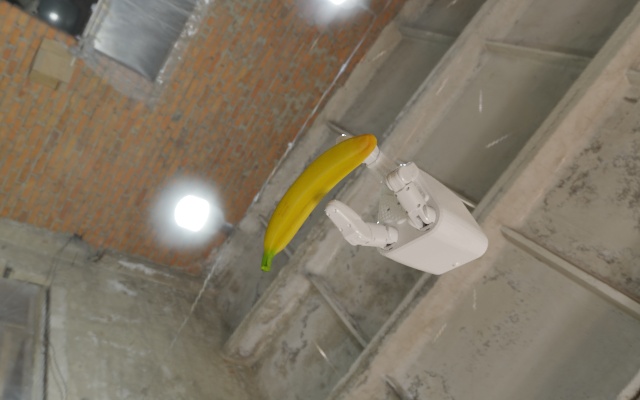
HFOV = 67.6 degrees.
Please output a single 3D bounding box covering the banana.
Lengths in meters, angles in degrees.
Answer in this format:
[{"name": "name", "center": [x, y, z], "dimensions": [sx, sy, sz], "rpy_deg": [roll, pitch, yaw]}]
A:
[{"name": "banana", "center": [-0.008, -0.006, 0.547], "dimensions": [0.037, 0.198, 0.069], "rpy_deg": [26, 21, -36]}]
